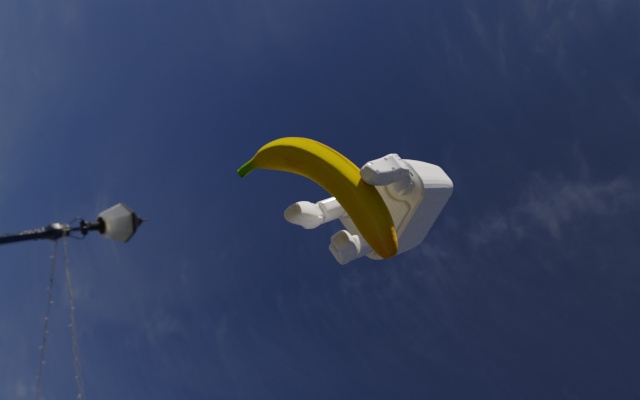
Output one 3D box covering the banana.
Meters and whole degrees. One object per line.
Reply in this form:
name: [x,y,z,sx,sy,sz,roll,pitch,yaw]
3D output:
banana: [0.004,-0.017,0.476,0.197,0.069,0.037,29,13,29]
